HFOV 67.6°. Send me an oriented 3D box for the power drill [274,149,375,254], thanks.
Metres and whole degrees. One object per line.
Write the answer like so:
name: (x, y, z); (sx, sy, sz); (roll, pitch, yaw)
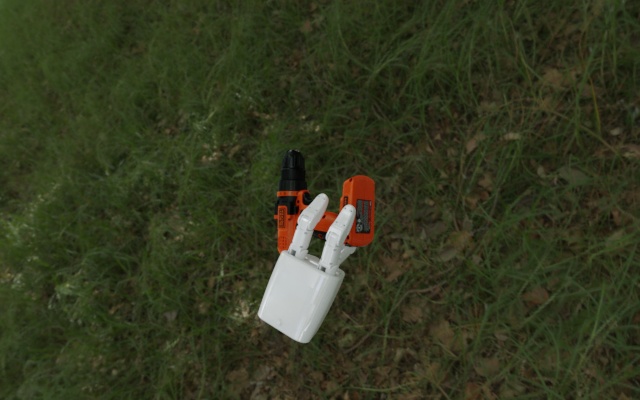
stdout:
power drill: (0.000, 0.003, 0.769); (0.057, 0.184, 0.187); (2, -3, -43)
